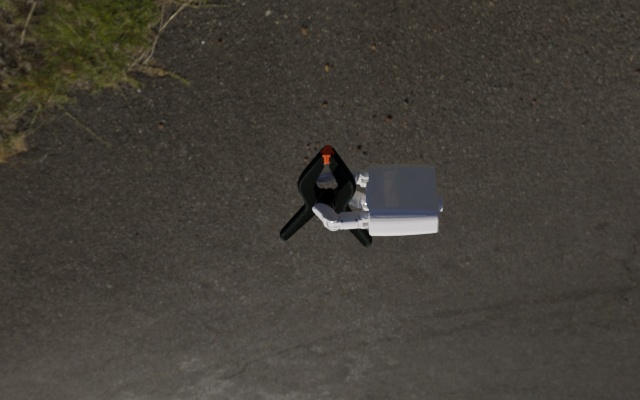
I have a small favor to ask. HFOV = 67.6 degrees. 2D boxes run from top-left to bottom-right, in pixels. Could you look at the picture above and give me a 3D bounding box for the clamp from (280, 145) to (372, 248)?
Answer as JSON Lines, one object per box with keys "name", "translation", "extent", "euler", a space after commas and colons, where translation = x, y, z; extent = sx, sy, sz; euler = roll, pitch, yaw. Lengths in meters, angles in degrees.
{"name": "clamp", "translation": [0.000, 0.003, 0.798], "extent": [0.164, 0.210, 0.036], "euler": [-2, 40, 7]}
